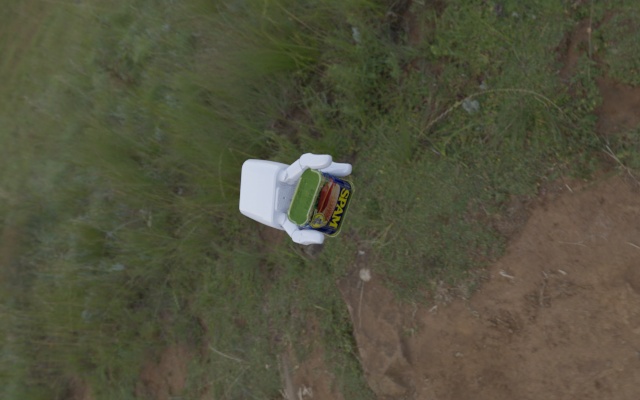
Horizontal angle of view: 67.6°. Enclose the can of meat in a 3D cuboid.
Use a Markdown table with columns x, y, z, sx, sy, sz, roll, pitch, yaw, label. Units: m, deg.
| x | y | z | sx | sy | sz | roll | pitch | yaw | label |
| --- | --- | --- | --- | --- | --- | --- | --- | --- | --- |
| 0.000 | 0.003 | 0.802 | 0.057 | 0.102 | 0.084 | 20 | 1 | 45 | can of meat |
